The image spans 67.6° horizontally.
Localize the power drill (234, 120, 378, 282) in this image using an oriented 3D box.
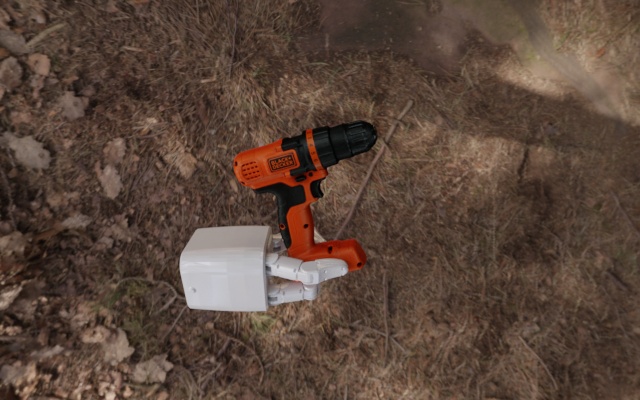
[{"bbox_3d":[0.000,0.003,0.613,0.184,0.188,0.057,-14,14,12],"label":"power drill"}]
